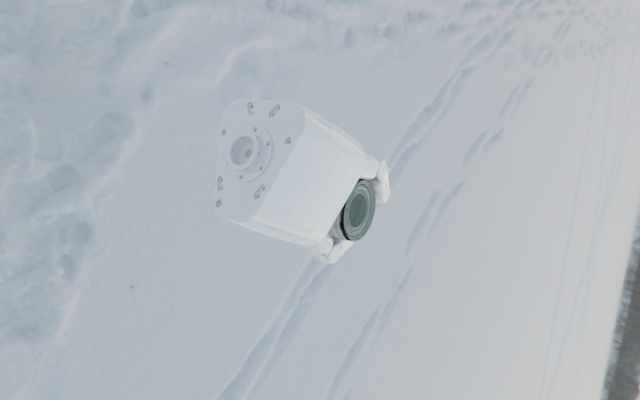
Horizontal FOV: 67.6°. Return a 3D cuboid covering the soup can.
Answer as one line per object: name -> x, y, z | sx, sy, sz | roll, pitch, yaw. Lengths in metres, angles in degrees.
soup can -> 0.001, 0.002, 0.521 | 0.102, 0.068, 0.068 | 12, 7, 33
